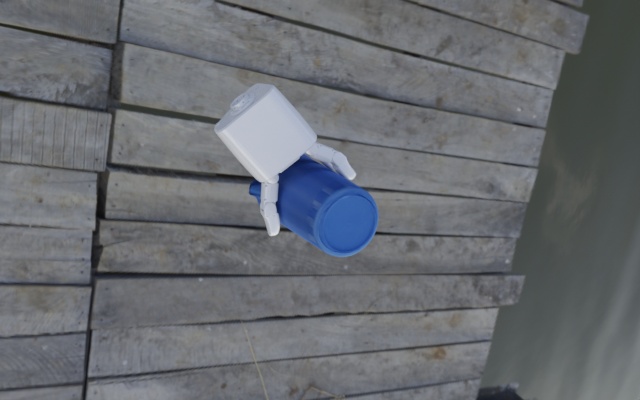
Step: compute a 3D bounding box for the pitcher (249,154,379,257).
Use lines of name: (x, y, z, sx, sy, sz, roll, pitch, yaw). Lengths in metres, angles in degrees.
pitcher: (0.000, 0.003, 0.792, 0.149, 0.145, 0.242, -43, 29, -9)
